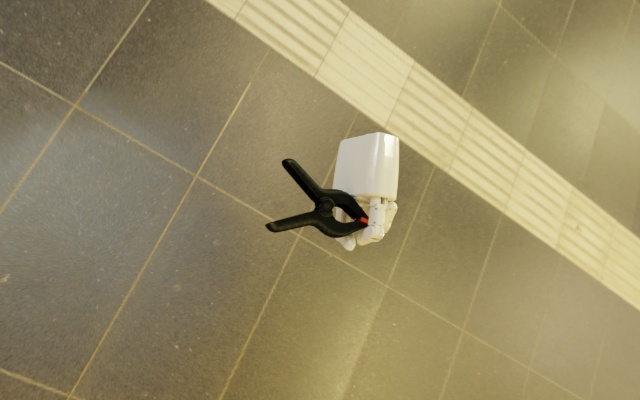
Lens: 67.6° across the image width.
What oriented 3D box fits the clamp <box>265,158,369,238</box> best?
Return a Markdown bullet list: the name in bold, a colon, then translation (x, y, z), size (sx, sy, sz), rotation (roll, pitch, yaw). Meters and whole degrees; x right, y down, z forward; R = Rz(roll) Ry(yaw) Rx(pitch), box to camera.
- **clamp**: translation (0.001, 0.003, 0.756), size (0.171, 0.120, 0.039), rotation (11, -12, -24)
